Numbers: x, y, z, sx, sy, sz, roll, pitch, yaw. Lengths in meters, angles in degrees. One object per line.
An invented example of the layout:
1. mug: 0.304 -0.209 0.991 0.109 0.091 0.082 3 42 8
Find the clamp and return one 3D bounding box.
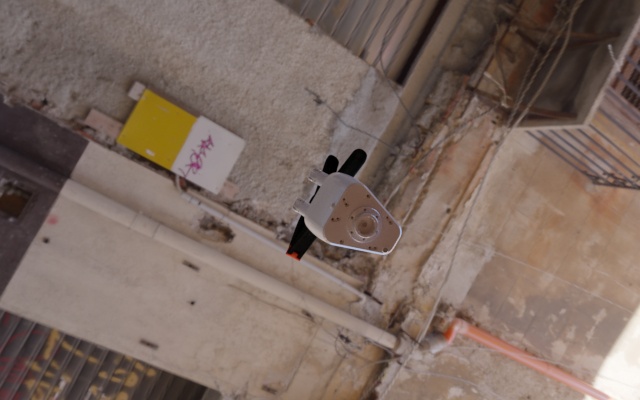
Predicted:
1. clamp: 0.001 0.004 0.822 0.036 0.210 0.164 29 1 -13
